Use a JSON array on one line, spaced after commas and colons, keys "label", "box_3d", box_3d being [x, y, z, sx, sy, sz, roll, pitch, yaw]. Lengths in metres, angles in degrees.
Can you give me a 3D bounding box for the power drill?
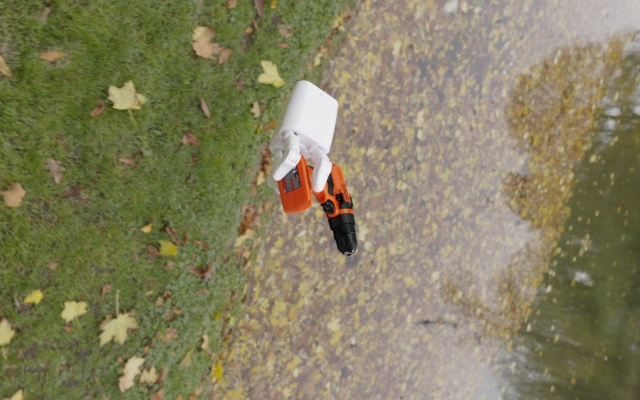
[{"label": "power drill", "box_3d": [0.000, 0.002, 0.861, 0.057, 0.184, 0.188, -24, -23, 23]}]
